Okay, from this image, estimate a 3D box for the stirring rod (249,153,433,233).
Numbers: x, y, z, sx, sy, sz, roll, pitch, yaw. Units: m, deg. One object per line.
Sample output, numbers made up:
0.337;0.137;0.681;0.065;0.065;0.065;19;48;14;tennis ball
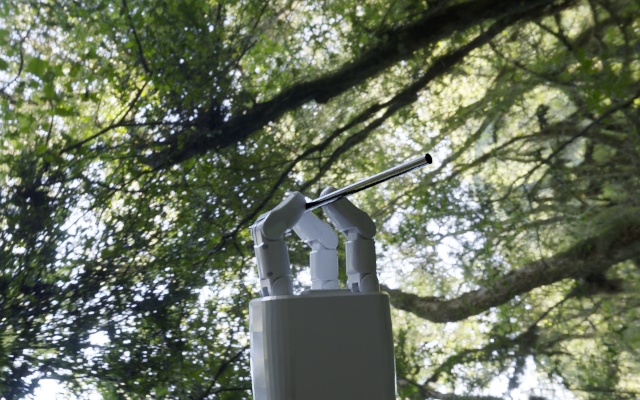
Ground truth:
0.000;0.001;0.408;0.011;0.011;0.239;0;-14;-38;stirring rod
